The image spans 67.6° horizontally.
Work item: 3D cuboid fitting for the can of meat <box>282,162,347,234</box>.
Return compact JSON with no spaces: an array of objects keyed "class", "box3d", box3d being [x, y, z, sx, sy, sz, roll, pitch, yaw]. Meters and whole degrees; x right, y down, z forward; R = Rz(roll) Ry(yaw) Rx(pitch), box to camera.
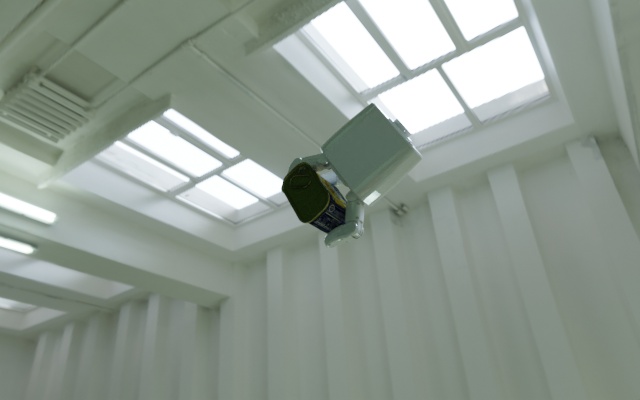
[{"class":"can of meat","box3d":[0.000,0.003,0.716,0.084,0.057,0.102,33,18,-46]}]
